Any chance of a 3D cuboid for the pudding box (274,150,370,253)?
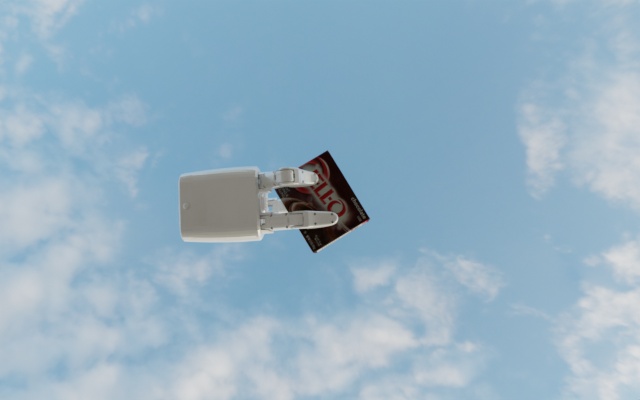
[{"bbox_3d":[0.000,0.002,0.652,0.090,0.113,0.039,-31,-5,-3],"label":"pudding box"}]
